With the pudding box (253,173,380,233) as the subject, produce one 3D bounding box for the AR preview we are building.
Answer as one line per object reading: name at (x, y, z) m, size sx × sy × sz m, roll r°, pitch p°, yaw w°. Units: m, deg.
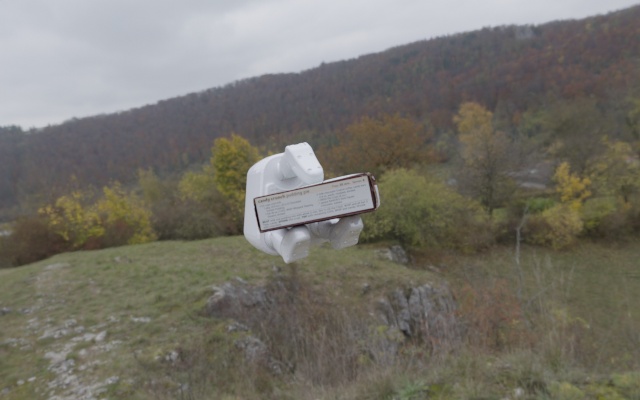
pudding box at (0.000, 0.001, 0.469) m, size 0.113 × 0.039 × 0.090 m, roll -14°, pitch 1°, yaw 9°
